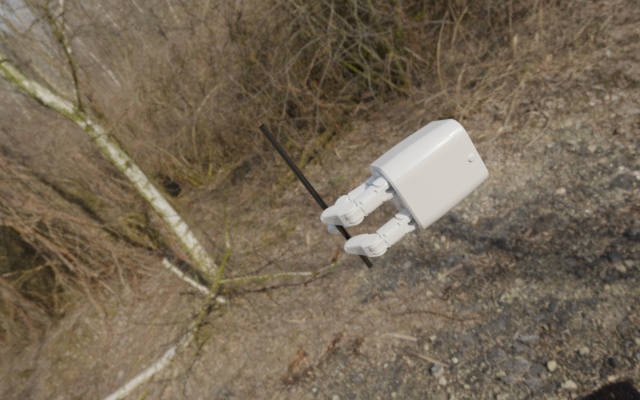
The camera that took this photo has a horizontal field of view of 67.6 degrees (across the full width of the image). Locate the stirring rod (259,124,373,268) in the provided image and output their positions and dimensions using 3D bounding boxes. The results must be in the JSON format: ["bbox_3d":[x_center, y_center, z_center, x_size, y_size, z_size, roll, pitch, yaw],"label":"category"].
[{"bbox_3d":[0.000,0.002,0.592,0.011,0.240,0.011,-30,26,16],"label":"stirring rod"}]
